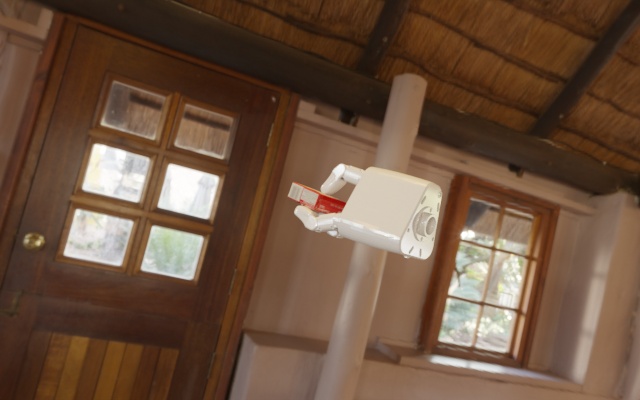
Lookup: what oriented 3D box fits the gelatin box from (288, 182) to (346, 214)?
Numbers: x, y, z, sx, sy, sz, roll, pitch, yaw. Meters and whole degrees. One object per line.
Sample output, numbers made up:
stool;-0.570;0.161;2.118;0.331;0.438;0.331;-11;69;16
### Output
gelatin box;0.000;0.002;0.772;0.073;0.030;0.089;20;3;-36
